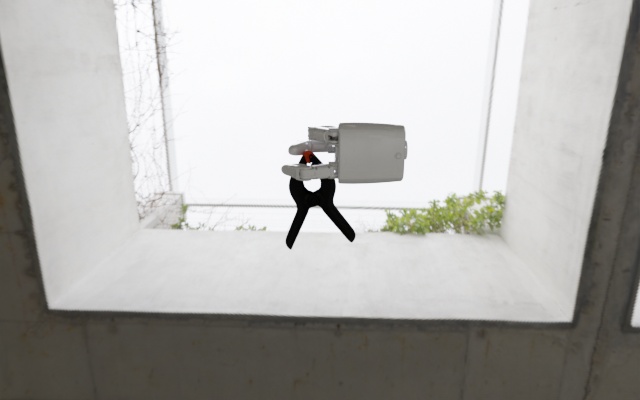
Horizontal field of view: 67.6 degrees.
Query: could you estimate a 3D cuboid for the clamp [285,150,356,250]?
[{"bbox_3d":[0.000,0.002,0.804,0.120,0.171,0.039,0,17,-3],"label":"clamp"}]
